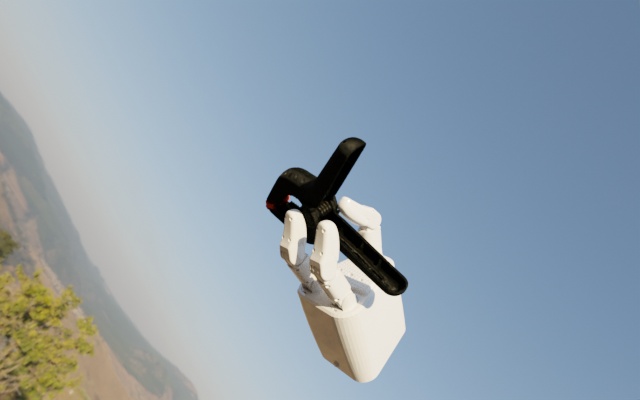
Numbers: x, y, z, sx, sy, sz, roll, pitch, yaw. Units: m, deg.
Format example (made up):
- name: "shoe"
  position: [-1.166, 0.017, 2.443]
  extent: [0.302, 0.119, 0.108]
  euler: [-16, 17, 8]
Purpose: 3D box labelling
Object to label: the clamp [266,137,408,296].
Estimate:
- name: "clamp"
  position: [0.000, 0.001, 0.513]
  extent: [0.036, 0.165, 0.210]
  euler: [-29, 29, -29]
